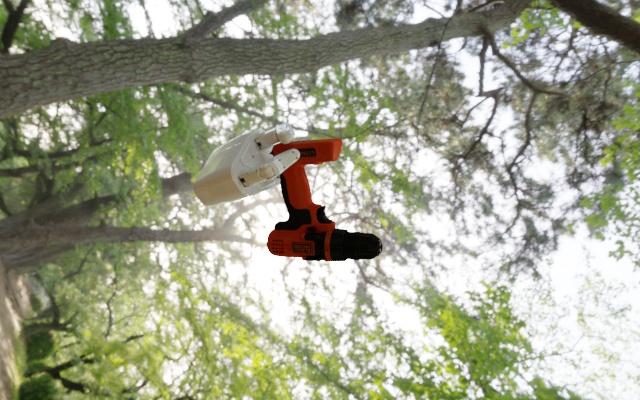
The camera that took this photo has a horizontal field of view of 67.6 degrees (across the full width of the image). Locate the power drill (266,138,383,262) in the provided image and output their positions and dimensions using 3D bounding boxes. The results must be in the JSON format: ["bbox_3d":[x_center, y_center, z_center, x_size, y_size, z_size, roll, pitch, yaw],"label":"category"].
[{"bbox_3d":[0.000,0.002,0.723,0.184,0.188,0.057,0,11,17],"label":"power drill"}]
